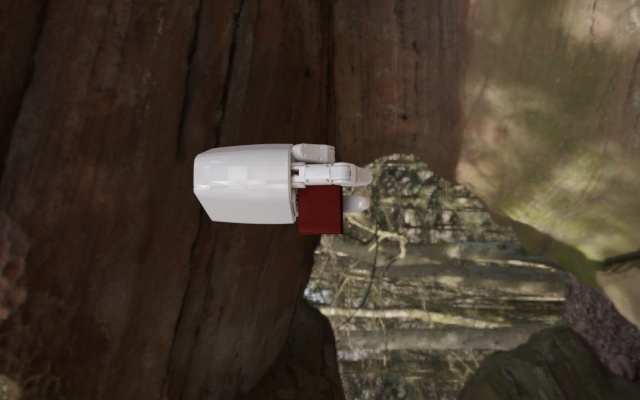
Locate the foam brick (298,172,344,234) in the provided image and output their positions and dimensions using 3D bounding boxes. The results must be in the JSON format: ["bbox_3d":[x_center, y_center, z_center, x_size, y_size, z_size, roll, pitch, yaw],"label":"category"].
[{"bbox_3d":[0.000,0.002,0.560,0.051,0.078,0.053,-1,-6,0],"label":"foam brick"}]
